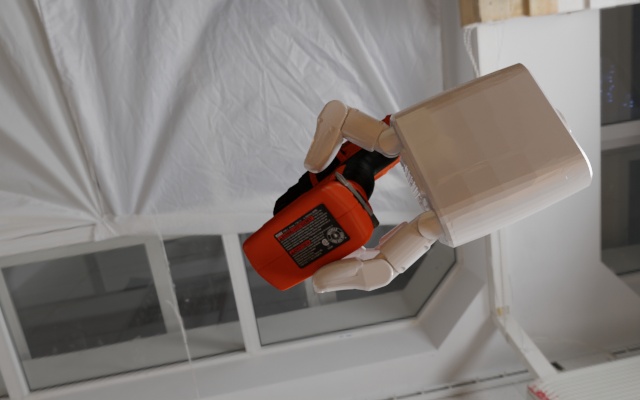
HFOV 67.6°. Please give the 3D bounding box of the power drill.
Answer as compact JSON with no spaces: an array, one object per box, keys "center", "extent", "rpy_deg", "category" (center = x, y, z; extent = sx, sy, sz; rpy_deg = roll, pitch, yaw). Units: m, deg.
[{"center":[0.000,0.002,0.442],"extent":[0.184,0.057,0.187],"rpy_deg":[-36,11,28],"category":"power drill"}]
